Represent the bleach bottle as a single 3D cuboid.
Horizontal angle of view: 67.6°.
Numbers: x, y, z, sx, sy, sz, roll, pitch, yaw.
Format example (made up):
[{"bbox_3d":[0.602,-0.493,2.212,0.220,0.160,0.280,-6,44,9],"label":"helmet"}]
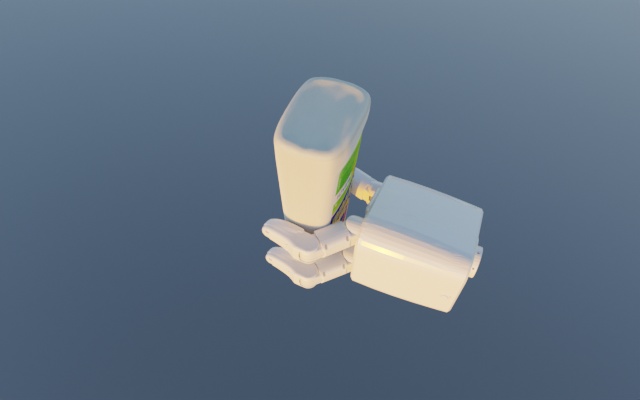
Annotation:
[{"bbox_3d":[0.000,0.002,0.503,0.068,0.102,0.251,19,-34,12],"label":"bleach bottle"}]
